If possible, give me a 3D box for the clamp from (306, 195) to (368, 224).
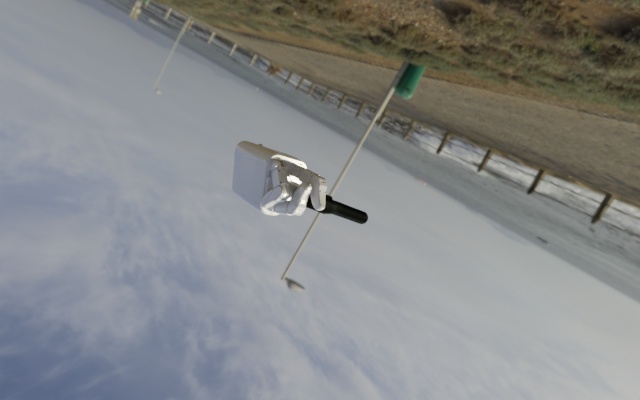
[{"bbox_3d":[0.000,0.004,0.898,0.120,0.039,0.171,18,-2,43],"label":"clamp"}]
